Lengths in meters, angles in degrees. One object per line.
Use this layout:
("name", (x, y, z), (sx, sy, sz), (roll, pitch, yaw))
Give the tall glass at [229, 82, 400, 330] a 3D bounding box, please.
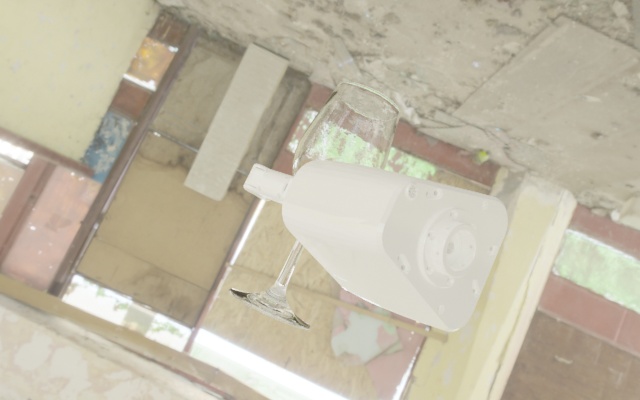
("tall glass", (0.000, 0.002, 0.408), (0.079, 0.201, 0.079), (25, -8, 4))
